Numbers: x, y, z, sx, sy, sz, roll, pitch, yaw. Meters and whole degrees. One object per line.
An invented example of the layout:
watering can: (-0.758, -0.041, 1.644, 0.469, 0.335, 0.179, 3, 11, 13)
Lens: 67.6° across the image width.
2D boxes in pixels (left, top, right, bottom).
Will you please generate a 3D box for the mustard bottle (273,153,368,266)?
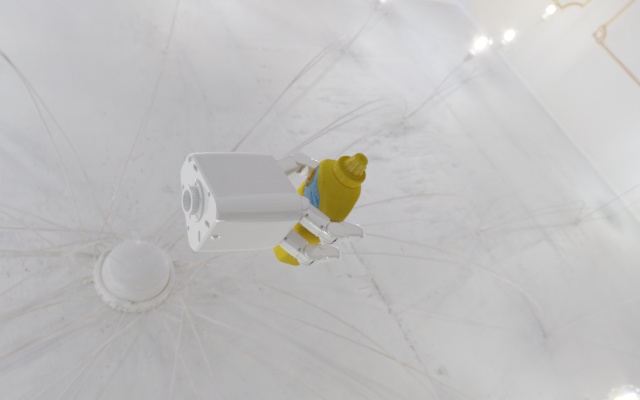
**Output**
mustard bottle: (0.000, 0.002, 0.623, 0.058, 0.096, 0.192, 21, -43, -22)
